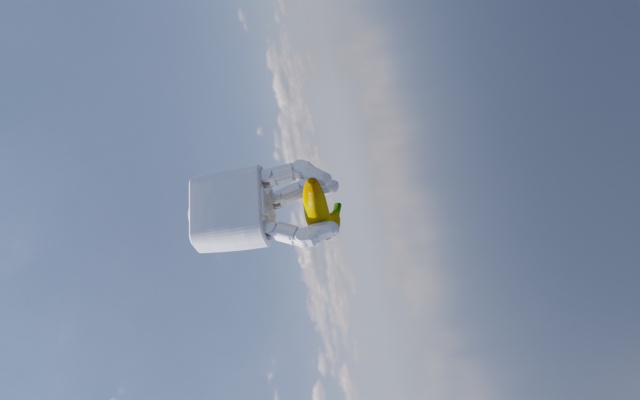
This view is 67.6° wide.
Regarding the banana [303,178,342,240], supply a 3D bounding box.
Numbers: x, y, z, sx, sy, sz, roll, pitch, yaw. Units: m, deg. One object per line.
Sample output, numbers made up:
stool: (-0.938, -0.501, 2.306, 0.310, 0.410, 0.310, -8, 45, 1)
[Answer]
banana: (0.002, 0.021, 0.700, 0.037, 0.069, 0.198, -4, -11, 10)
